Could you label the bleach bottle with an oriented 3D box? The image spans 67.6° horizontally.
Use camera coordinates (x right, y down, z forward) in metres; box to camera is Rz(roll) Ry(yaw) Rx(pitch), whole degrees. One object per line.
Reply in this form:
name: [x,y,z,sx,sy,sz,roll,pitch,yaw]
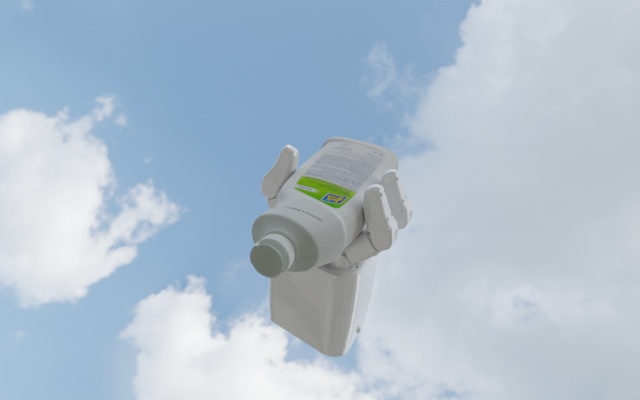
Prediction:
bleach bottle: [0.000,0.002,0.470,0.102,0.068,0.250,14,25,19]
